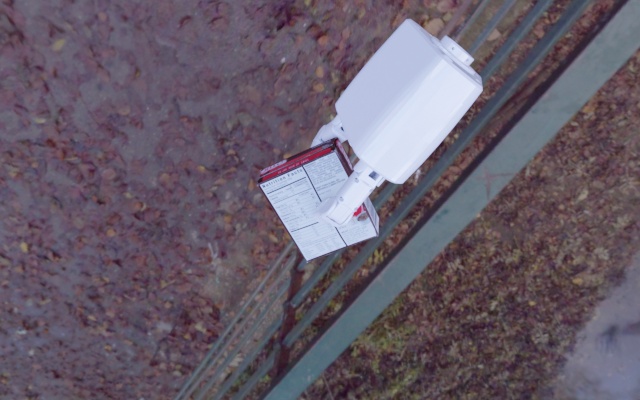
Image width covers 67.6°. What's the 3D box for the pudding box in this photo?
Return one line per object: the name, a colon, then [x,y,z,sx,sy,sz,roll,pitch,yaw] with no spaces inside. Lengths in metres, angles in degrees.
pudding box: [0.000,0.002,0.500,0.090,0.113,0.039,-21,26,16]
